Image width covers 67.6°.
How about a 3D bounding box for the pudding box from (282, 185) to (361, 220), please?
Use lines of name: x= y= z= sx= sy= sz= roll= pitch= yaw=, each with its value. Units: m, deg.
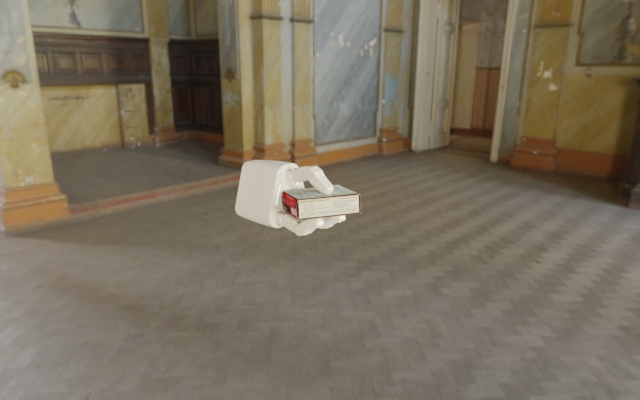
pudding box: x=0.000 y=0.002 z=0.805 sx=0.113 sy=0.039 sz=0.090 roll=-7 pitch=14 yaw=-19
